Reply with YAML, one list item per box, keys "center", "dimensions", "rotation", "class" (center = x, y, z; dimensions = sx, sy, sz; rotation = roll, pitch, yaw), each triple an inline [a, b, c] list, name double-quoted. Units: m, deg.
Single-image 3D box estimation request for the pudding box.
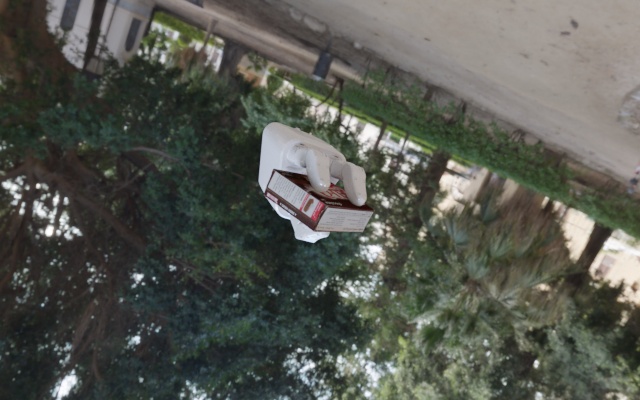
- center: [0.000, 0.002, 0.579]
  dimensions: [0.090, 0.039, 0.113]
  rotation: [33, 17, 31]
  class: "pudding box"
